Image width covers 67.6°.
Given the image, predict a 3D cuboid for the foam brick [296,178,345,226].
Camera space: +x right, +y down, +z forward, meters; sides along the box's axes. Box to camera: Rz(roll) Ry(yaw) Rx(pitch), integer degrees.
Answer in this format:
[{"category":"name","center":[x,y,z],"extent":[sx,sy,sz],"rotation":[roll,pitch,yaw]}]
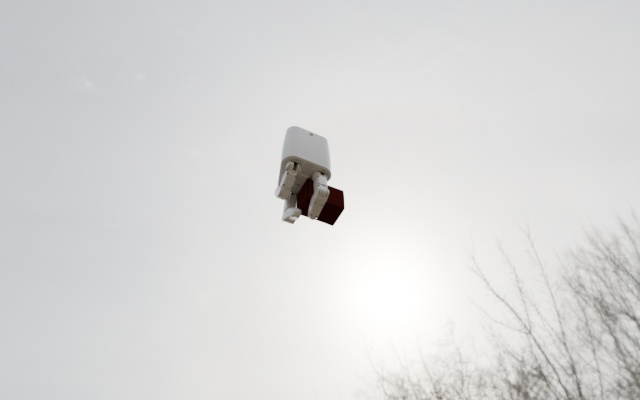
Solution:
[{"category":"foam brick","center":[0.000,0.003,0.896],"extent":[0.078,0.051,0.053],"rotation":[20,-51,-18]}]
